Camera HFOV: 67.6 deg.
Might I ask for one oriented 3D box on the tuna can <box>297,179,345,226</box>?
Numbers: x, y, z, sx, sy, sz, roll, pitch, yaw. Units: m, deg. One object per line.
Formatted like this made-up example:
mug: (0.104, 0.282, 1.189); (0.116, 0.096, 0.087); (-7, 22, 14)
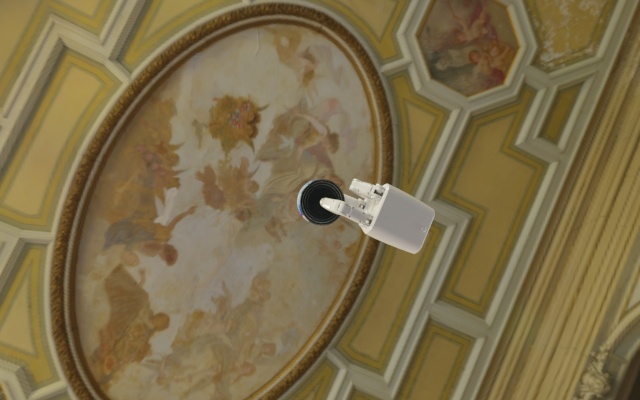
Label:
tuna can: (0.000, 0.003, 0.890); (0.086, 0.086, 0.034); (0, 3, -15)
